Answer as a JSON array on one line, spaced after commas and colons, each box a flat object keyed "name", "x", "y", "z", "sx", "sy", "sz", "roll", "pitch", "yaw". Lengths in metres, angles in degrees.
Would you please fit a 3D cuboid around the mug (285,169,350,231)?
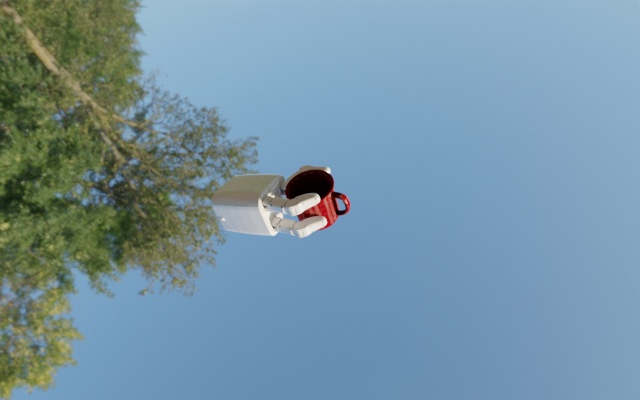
[{"name": "mug", "x": 0.002, "y": 0.003, "z": 0.892, "sx": 0.117, "sy": 0.093, "sz": 0.082, "roll": 4, "pitch": -42, "yaw": 22}]
